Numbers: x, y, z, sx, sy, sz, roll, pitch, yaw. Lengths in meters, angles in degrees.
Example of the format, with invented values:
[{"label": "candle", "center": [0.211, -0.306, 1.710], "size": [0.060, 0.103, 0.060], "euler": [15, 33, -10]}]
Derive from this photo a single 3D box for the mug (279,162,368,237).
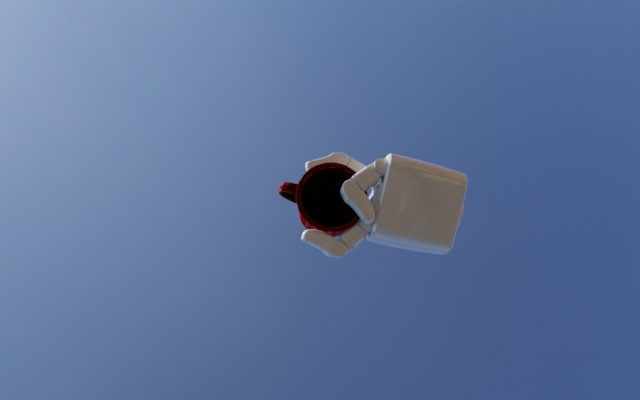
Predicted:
[{"label": "mug", "center": [-0.001, 0.002, 0.651], "size": [0.117, 0.093, 0.081], "euler": [14, -16, -1]}]
